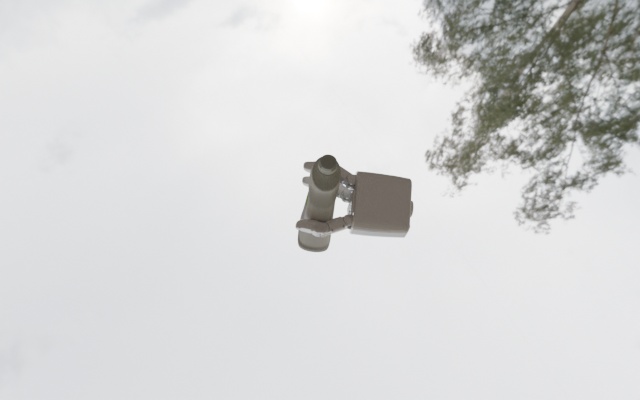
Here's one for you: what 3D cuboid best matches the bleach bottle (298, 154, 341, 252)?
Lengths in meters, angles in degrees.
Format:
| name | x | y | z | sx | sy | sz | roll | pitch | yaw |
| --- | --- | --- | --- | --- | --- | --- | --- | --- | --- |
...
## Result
| name | x | y | z | sx | sy | sz | roll | pitch | yaw |
| --- | --- | --- | --- | --- | --- | --- | --- | --- | --- |
| bleach bottle | 0.000 | 0.003 | 0.882 | 0.068 | 0.102 | 0.251 | 7 | -28 | -3 |
